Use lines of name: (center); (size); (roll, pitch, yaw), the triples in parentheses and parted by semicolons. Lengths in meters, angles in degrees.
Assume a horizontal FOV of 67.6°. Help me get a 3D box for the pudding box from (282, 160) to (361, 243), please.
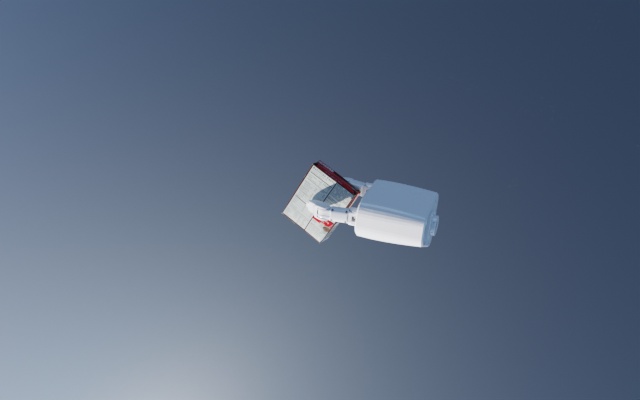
pudding box: (0.000, 0.003, 0.809); (0.090, 0.113, 0.039); (38, 22, 9)
